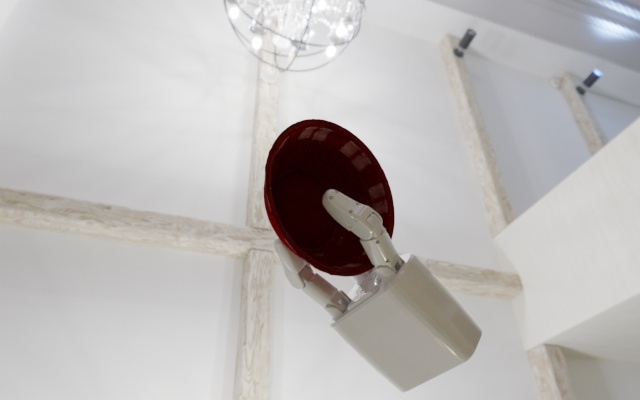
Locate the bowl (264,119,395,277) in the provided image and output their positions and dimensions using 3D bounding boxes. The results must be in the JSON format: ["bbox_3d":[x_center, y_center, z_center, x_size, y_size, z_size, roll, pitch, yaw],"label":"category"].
[{"bbox_3d":[-0.001,0.001,0.487,0.162,0.162,0.055,0,-17,-39],"label":"bowl"}]
